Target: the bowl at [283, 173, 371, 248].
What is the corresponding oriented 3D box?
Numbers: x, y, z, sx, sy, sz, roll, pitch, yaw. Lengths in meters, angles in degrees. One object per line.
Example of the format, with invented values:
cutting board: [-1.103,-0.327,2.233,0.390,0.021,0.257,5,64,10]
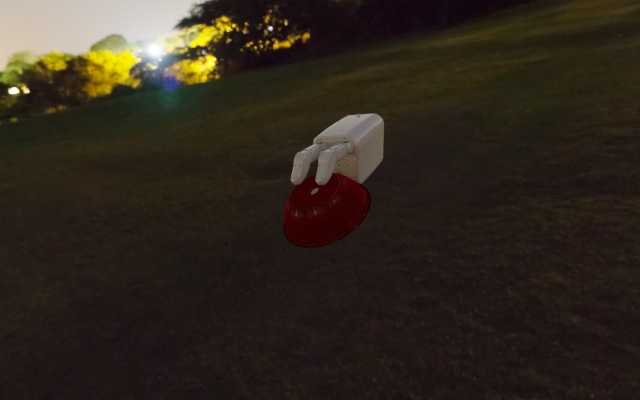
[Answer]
bowl: [0.000,0.003,0.793,0.162,0.055,0.162,-19,36,14]
